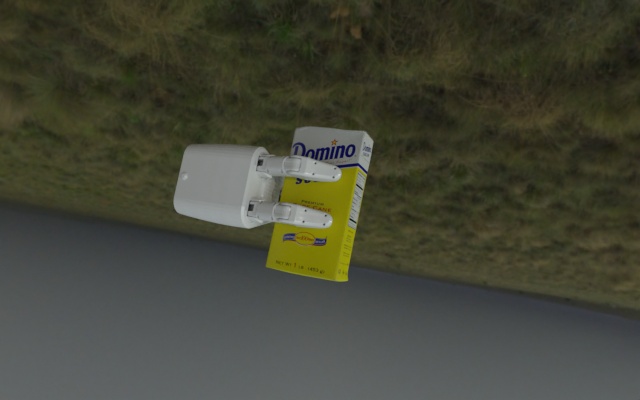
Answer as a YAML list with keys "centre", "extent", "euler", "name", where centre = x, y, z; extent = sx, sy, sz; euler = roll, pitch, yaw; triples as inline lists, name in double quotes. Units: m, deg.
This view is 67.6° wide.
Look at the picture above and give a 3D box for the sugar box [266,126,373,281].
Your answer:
- centre: [0.000, 0.002, 0.568]
  extent: [0.093, 0.176, 0.048]
  euler: [7, -7, 23]
  name: "sugar box"
